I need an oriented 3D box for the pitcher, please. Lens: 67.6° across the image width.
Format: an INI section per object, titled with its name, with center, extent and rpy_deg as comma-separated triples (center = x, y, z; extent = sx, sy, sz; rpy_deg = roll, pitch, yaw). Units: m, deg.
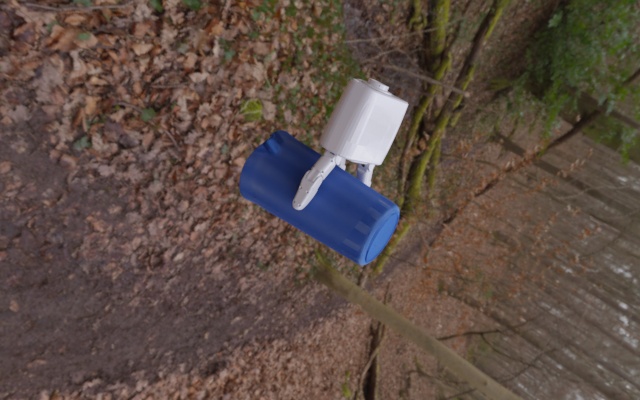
[pitcher]
center = 0.000, 0.002, 0.775
extent = 0.242, 0.145, 0.149
rpy_deg = 32, 18, 22
